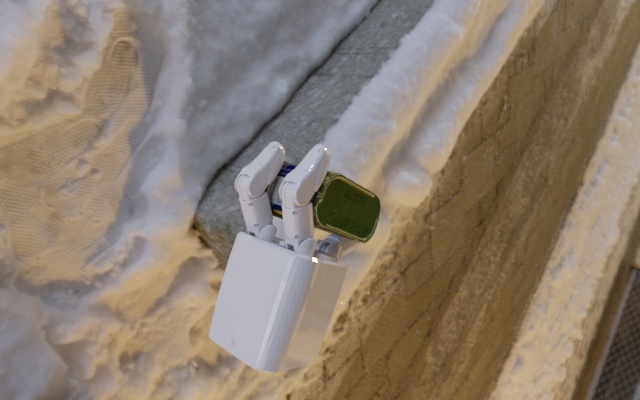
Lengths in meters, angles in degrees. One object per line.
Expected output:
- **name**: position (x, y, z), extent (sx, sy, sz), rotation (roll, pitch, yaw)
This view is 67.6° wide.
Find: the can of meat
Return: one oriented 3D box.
- **can of meat**: position (0.000, 0.002, 0.478), extent (0.084, 0.057, 0.102), rotation (15, -6, 42)
